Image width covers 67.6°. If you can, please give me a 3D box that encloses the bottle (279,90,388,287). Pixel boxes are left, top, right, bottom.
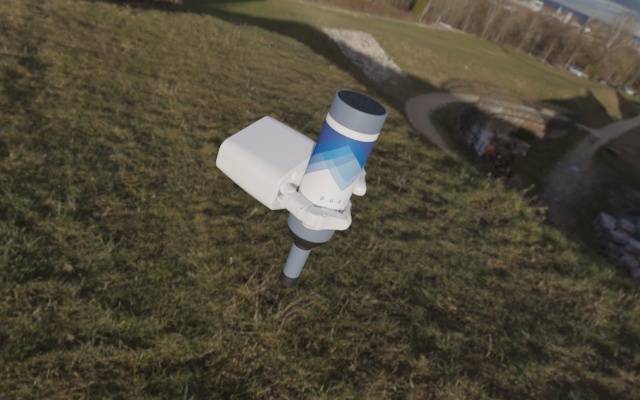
[{"bbox_3d":[0.000,0.002,0.637,0.069,0.296,0.069,17,31,-10],"label":"bottle"}]
